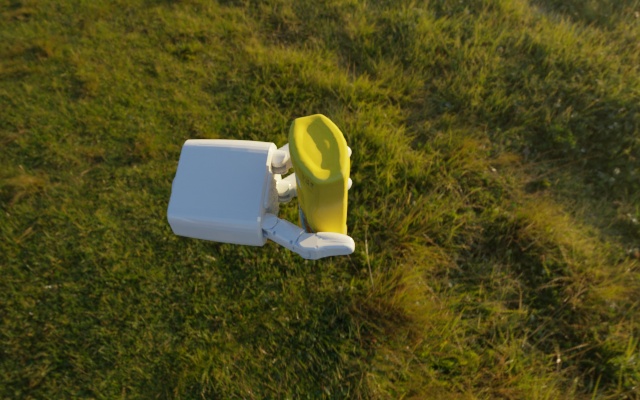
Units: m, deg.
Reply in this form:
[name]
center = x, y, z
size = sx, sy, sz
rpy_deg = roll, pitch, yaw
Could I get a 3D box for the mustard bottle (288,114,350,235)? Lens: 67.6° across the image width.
[mustard bottle]
center = 0.000, 0.002, 0.548
size = 0.058, 0.096, 0.192
rpy_deg = -15, -36, -9
